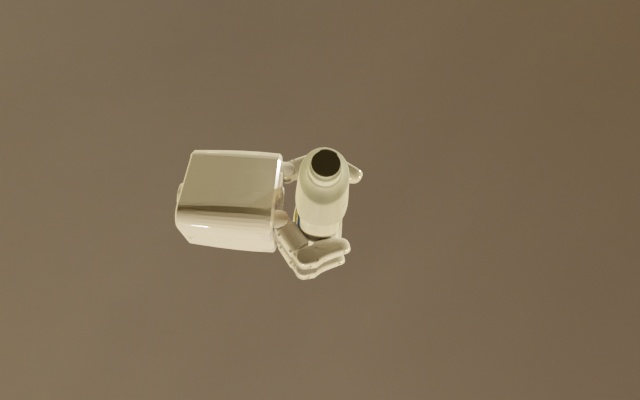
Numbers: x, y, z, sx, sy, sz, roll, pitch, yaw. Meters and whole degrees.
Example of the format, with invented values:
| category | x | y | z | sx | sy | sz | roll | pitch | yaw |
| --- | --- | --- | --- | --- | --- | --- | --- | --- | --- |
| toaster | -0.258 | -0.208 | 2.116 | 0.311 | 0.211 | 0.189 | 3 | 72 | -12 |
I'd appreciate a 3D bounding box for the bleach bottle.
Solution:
| category | x | y | z | sx | sy | sz | roll | pitch | yaw |
| --- | --- | --- | --- | --- | --- | --- | --- | --- | --- |
| bleach bottle | 0.000 | 0.002 | 0.553 | 0.068 | 0.102 | 0.251 | 4 | -21 | -1 |
